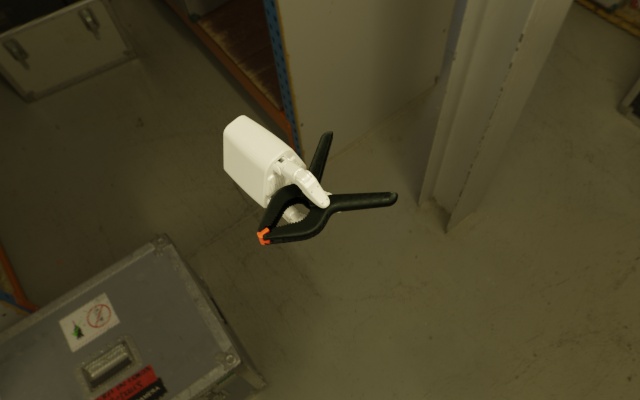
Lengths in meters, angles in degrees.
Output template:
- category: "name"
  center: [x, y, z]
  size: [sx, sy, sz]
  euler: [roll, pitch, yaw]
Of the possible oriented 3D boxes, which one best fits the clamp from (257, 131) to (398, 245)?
- category: "clamp"
  center: [0.000, 0.002, 0.715]
  size: [0.164, 0.210, 0.036]
  euler: [39, -20, 22]
